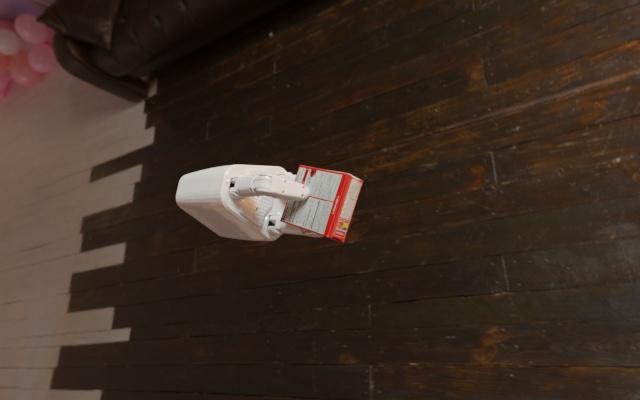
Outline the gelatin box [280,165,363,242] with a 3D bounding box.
[{"bbox_3d":[0.000,0.002,0.551,0.030,0.073,0.089,21,-5,-42],"label":"gelatin box"}]
